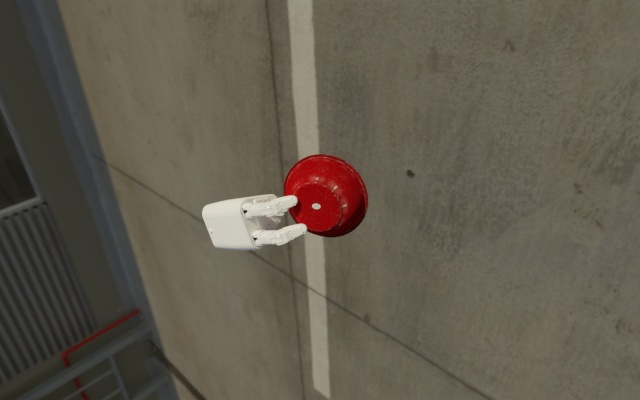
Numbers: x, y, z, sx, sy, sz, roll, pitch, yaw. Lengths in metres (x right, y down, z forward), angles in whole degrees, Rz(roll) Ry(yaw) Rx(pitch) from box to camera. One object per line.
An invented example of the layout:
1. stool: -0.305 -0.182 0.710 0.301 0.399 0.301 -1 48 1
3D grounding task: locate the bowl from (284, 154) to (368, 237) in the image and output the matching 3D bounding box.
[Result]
1. bowl: 0.001 0.002 0.844 0.162 0.162 0.055 0 21 19
